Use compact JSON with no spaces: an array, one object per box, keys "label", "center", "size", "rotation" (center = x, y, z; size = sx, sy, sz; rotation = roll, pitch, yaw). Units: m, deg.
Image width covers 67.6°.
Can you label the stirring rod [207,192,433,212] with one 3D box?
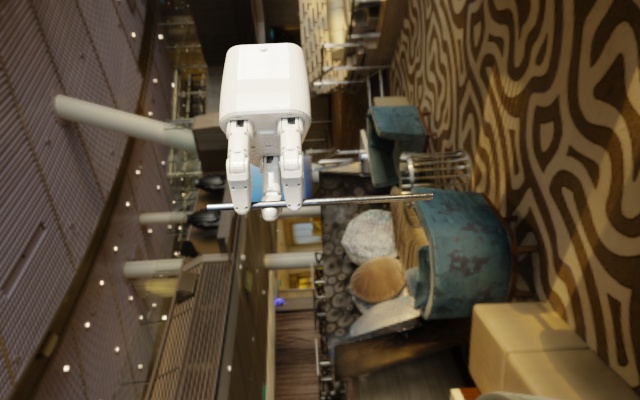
[{"label":"stirring rod","center":[0.000,0.002,0.512],"size":[0.239,0.011,0.011],"rotation":[-3,0,-1]}]
